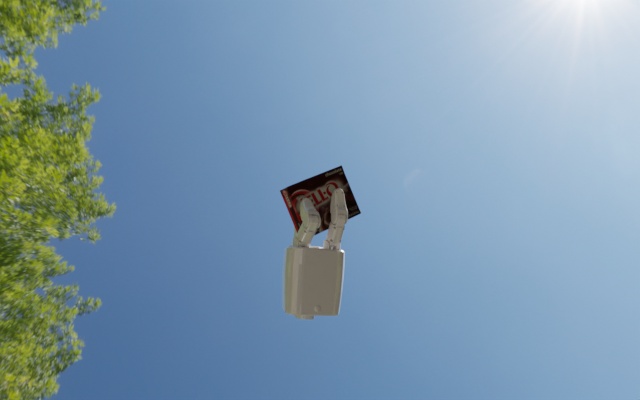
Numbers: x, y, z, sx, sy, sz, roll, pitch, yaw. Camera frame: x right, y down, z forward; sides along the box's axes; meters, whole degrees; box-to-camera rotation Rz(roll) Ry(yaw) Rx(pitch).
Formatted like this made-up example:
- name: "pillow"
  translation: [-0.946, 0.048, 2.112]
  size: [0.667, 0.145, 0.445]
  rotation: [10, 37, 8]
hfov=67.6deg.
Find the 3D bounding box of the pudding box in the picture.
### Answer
- name: "pudding box"
  translation: [0.000, 0.003, 0.800]
  size: [0.113, 0.090, 0.039]
  rotation: [-24, 4, -26]
